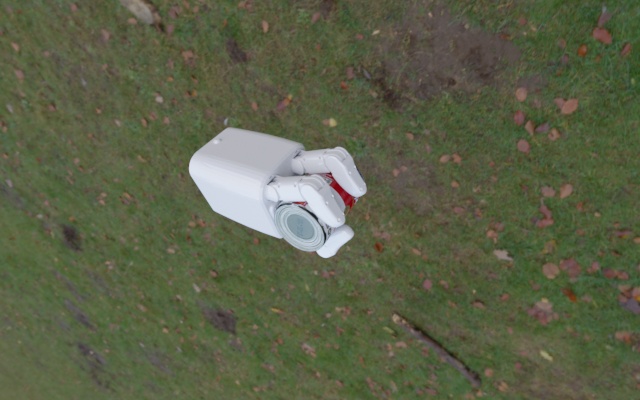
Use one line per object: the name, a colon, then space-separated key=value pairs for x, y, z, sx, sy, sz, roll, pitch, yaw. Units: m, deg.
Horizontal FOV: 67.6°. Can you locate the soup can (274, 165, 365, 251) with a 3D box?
soup can: x=0.000 y=0.002 z=0.555 sx=0.068 sy=0.068 sz=0.102 roll=0 pitch=35 yaw=36
